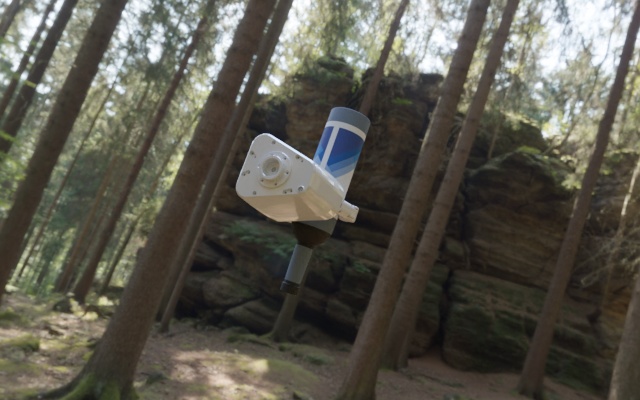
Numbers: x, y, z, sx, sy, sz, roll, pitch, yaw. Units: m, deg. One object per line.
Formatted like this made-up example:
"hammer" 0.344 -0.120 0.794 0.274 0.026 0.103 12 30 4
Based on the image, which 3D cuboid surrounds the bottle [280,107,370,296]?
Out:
"bottle" 0.000 0.002 0.743 0.069 0.295 0.069 19 -9 3
